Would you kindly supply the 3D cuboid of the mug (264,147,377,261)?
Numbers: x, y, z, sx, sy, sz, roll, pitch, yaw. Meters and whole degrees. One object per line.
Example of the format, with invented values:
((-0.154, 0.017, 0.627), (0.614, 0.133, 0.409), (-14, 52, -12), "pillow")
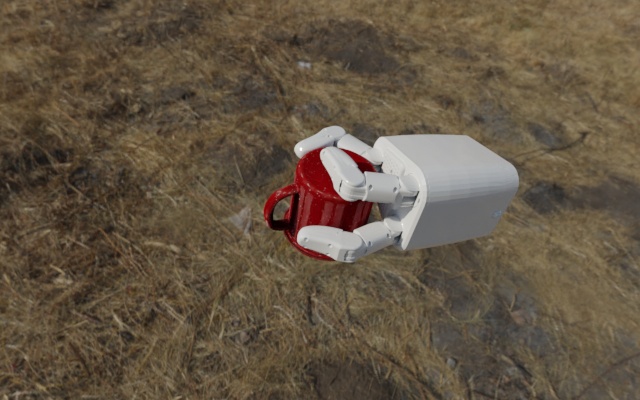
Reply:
((-0.001, 0.002, 0.480), (0.117, 0.082, 0.093), (-7, 46, -19), "mug")
